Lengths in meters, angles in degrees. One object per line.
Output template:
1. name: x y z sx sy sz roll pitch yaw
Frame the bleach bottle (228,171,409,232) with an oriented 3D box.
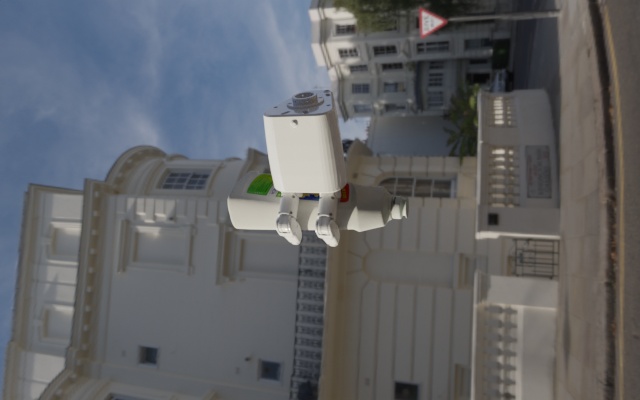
1. bleach bottle: 0.000 0.002 0.686 0.251 0.068 0.102 2 30 18
